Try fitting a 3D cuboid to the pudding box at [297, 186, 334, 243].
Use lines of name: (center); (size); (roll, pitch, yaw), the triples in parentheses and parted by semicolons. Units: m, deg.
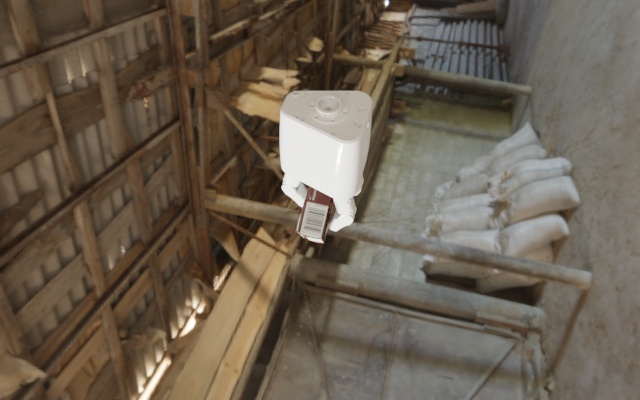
pudding box: (0.000, 0.002, 0.695); (0.039, 0.113, 0.090); (15, -7, 6)
